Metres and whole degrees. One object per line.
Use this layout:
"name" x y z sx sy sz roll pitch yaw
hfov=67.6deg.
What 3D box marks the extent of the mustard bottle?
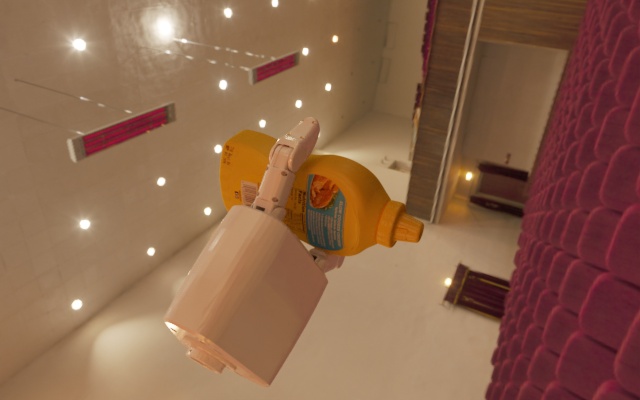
"mustard bottle" 0.000 0.001 0.438 0.191 0.096 0.058 18 37 22
